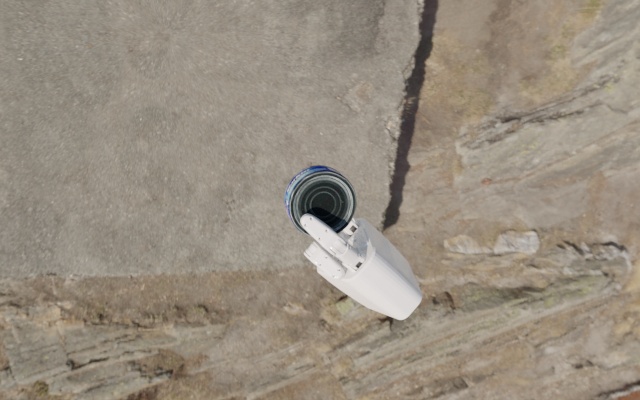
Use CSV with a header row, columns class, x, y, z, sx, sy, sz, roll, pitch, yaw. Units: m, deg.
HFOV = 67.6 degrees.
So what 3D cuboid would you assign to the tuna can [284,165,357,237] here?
class,x,y,z,sx,sy,sz,roll,pitch,yaw
tuna can,0.000,0.002,0.583,0.086,0.086,0.033,0,15,-13
